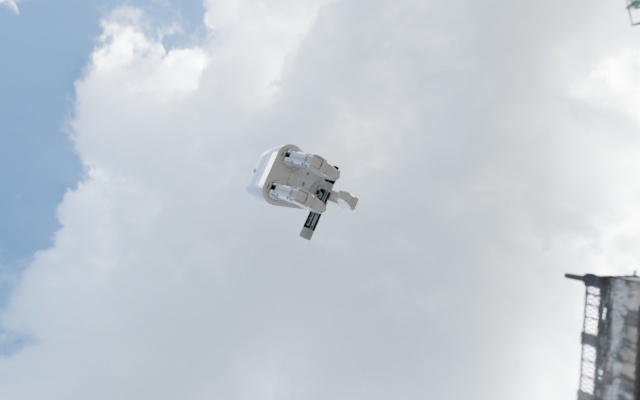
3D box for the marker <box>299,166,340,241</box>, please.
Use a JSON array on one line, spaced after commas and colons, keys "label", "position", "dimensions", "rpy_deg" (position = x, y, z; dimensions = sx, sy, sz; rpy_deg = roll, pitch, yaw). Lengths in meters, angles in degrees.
[{"label": "marker", "position": [0.000, 0.002, 0.728], "dimensions": [0.020, 0.121, 0.020], "rpy_deg": [23, -9, 4]}]
